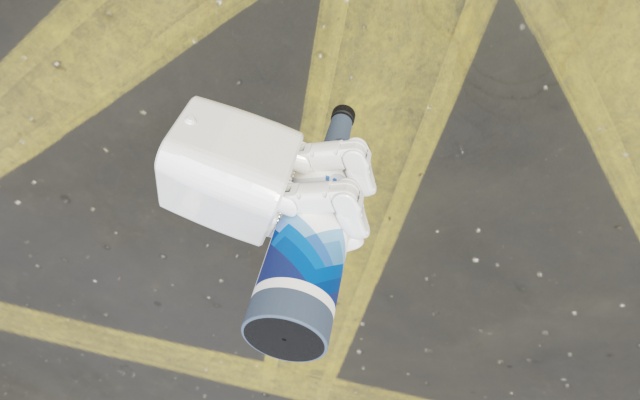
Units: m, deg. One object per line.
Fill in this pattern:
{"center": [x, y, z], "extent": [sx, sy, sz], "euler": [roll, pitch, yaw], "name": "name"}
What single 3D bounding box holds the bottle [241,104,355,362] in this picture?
{"center": [0.000, 0.002, 0.455], "extent": [0.069, 0.069, 0.295], "euler": [0, 44, 15], "name": "bottle"}
